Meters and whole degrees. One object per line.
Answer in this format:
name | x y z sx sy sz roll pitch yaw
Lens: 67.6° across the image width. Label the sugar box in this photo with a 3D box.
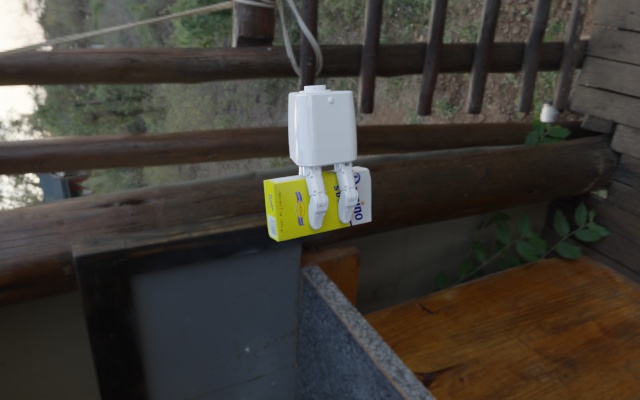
sugar box | 0.000 0.002 0.767 0.176 0.093 0.048 -10 16 -26
